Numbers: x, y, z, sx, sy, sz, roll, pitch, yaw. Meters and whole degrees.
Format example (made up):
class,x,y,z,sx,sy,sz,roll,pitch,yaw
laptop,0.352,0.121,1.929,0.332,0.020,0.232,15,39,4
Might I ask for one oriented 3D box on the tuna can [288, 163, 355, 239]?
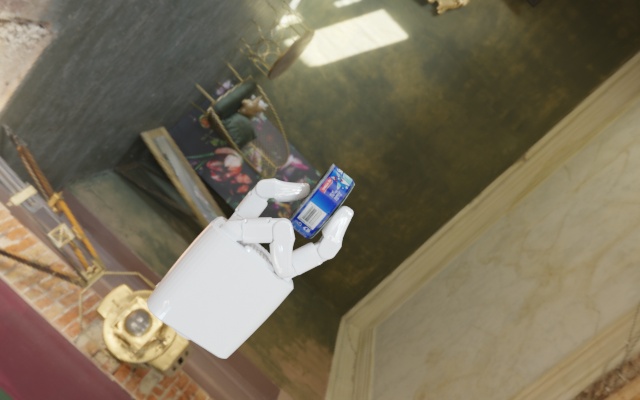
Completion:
class,x,y,z,sx,sy,sz,roll,pitch,yaw
tuna can,0.001,0.002,0.538,0.034,0.086,0.086,39,-3,-3
